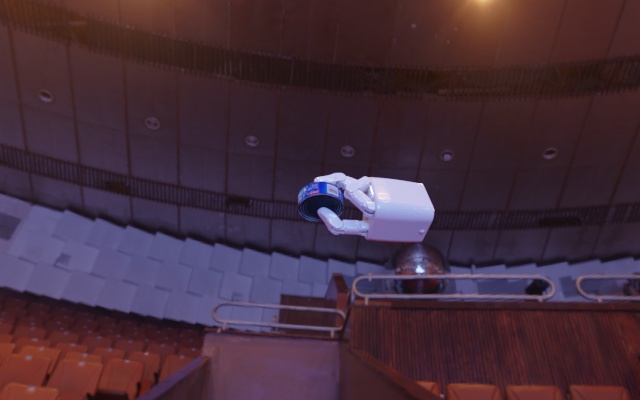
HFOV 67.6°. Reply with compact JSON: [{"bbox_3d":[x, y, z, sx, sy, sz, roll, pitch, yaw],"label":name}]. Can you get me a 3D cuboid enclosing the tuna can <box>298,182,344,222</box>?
[{"bbox_3d":[0.000,0.002,0.900,0.086,0.033,0.086,-2,-38,-2],"label":"tuna can"}]
